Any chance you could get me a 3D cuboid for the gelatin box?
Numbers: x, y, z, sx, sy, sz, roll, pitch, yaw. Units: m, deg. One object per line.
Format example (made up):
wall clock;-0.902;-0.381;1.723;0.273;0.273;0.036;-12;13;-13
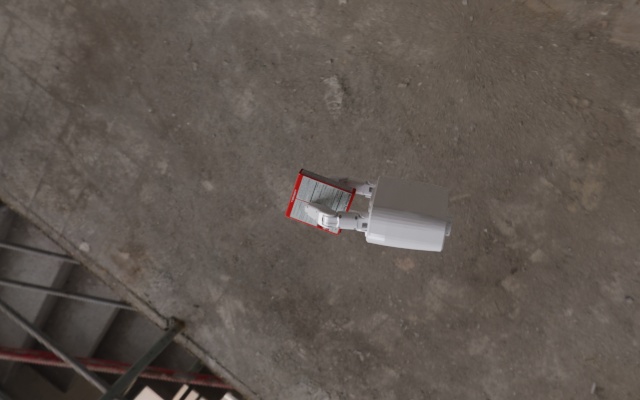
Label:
gelatin box;0.000;0.002;0.715;0.089;0.073;0.030;20;22;1
